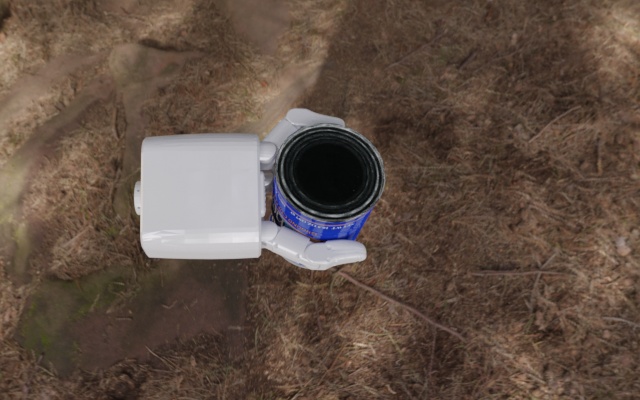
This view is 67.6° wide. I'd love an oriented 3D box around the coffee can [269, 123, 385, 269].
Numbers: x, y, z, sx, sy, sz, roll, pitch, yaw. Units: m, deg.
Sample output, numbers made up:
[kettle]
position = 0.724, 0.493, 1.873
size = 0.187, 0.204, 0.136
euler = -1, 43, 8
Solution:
[coffee can]
position = 0.000, 0.002, 0.495
size = 0.103, 0.102, 0.140
euler = 0, -25, -9
